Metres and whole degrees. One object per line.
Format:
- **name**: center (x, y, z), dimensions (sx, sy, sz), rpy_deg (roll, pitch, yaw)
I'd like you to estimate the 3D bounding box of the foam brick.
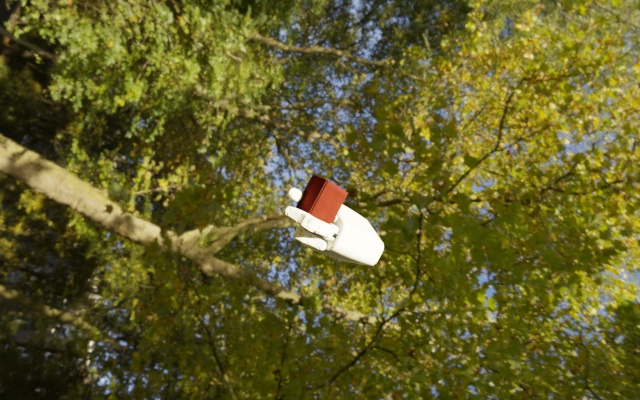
- **foam brick**: center (0.000, 0.002, 0.824), dimensions (0.051, 0.078, 0.053), rpy_deg (27, 2, -32)
